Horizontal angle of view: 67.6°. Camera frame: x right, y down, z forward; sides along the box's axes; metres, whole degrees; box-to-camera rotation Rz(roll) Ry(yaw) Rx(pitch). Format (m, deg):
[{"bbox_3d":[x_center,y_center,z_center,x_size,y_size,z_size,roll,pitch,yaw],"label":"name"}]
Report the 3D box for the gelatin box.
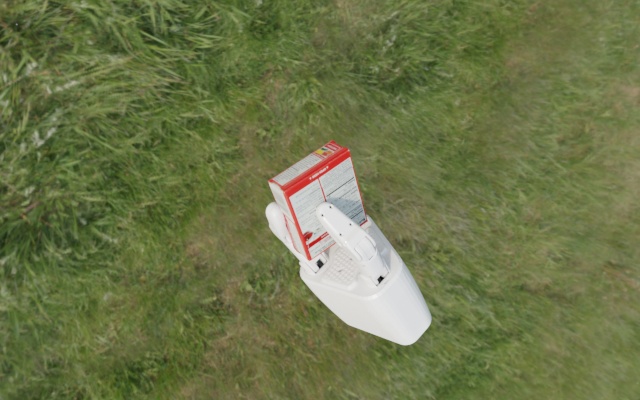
[{"bbox_3d":[0.000,0.001,0.439,0.073,0.089,0.030,-34,41,-20],"label":"gelatin box"}]
